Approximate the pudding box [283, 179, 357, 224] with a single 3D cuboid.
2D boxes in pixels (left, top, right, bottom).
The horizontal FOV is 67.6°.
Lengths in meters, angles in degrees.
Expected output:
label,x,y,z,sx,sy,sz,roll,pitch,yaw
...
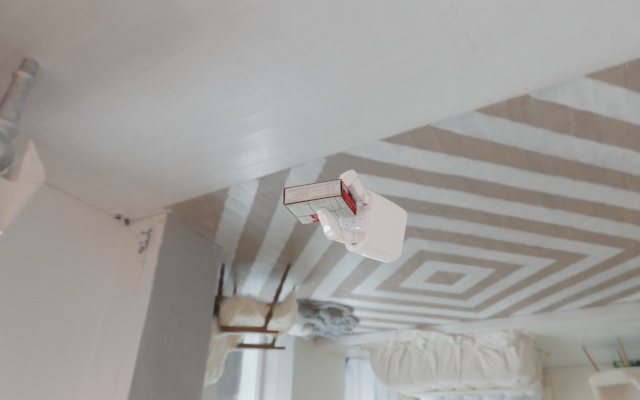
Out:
label,x,y,z,sx,sy,sz,roll,pitch,yaw
pudding box,0.000,0.003,0.866,0.113,0.039,0.090,-10,-30,17
